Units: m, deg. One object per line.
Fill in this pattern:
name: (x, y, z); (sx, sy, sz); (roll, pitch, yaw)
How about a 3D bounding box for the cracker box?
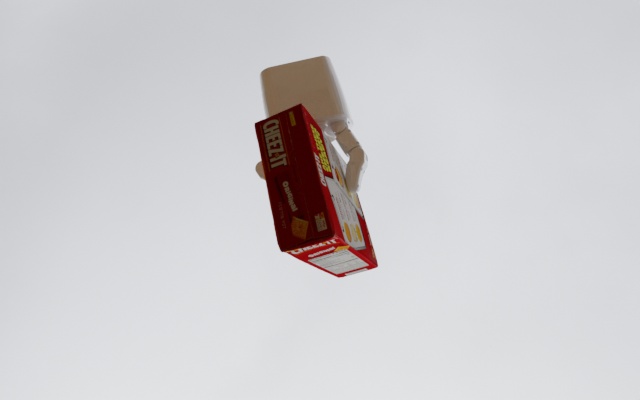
cracker box: (0.000, 0.002, 0.612); (0.072, 0.164, 0.214); (-19, -21, 13)
